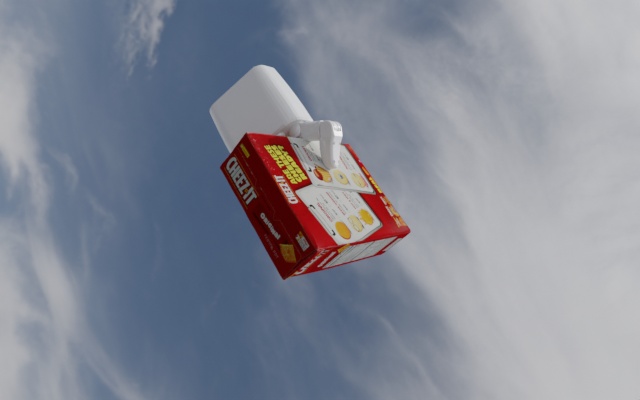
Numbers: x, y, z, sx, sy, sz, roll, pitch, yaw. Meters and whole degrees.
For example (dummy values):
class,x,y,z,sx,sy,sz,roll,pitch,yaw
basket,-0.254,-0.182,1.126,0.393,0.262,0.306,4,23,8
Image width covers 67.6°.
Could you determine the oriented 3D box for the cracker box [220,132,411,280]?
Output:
class,x,y,z,sx,sy,sz,roll,pitch,yaw
cracker box,0.000,0.002,0.609,0.072,0.164,0.213,-45,-23,30
